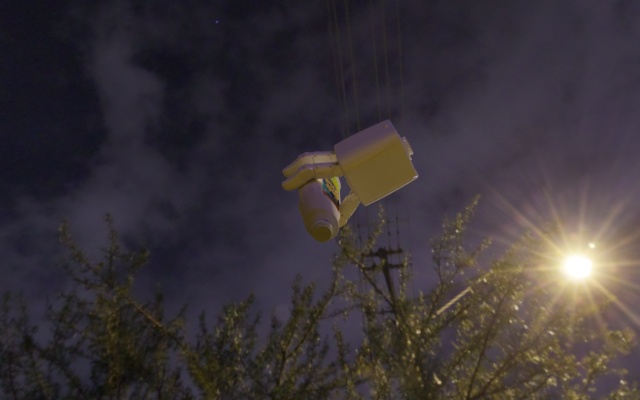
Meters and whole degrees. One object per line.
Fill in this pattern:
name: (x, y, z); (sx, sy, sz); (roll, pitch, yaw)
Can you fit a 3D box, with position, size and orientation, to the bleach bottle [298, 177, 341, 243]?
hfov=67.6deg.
bleach bottle: (0.000, 0.003, 0.820); (0.068, 0.103, 0.250); (-27, 24, 9)
